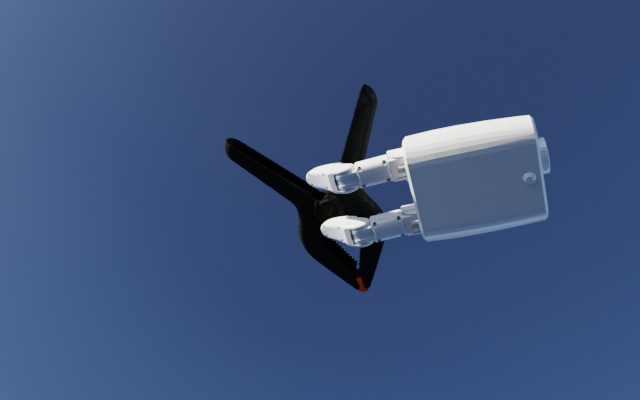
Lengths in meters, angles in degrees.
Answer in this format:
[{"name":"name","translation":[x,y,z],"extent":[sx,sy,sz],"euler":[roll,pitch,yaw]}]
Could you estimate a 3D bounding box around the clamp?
[{"name":"clamp","translation":[0.001,0.002,0.495],"extent":[0.164,0.210,0.036],"euler":[-10,20,20]}]
